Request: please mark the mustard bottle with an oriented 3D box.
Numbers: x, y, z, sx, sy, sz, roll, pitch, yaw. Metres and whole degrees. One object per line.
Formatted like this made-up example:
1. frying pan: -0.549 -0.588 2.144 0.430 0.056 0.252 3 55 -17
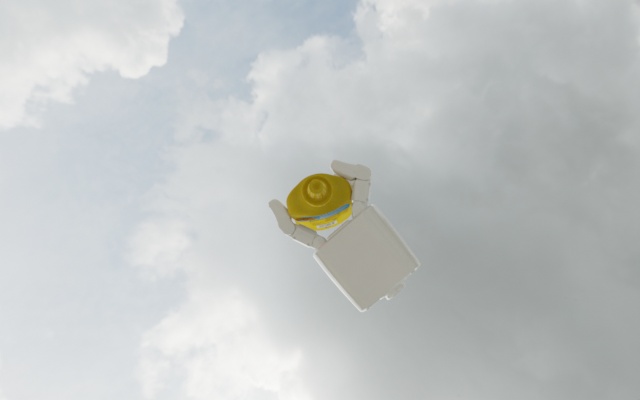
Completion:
1. mustard bottle: 0.000 0.002 0.695 0.096 0.058 0.192 -14 -12 0
